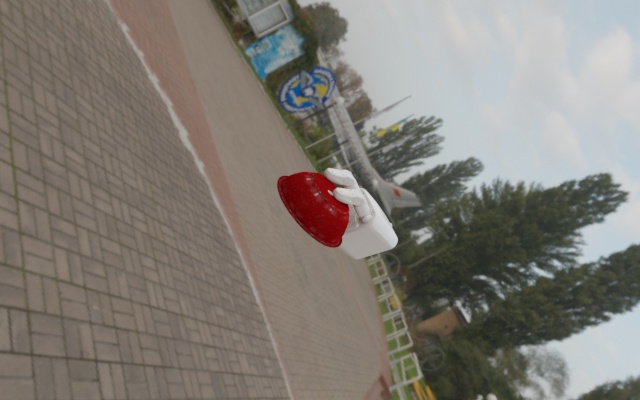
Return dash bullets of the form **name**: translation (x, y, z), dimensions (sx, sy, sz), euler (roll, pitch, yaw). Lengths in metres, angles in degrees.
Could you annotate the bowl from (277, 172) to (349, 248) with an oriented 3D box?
- **bowl**: translation (0.000, 0.002, 0.837), dimensions (0.055, 0.162, 0.162), euler (-41, -17, 20)
